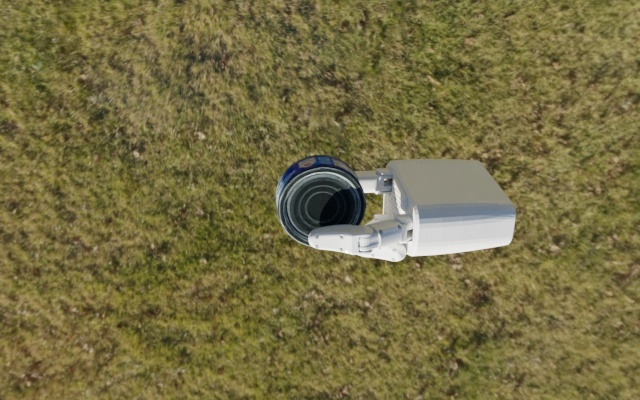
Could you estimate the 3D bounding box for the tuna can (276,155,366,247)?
[{"bbox_3d":[0.000,0.002,0.461,0.086,0.086,0.033,0,23,-7],"label":"tuna can"}]
